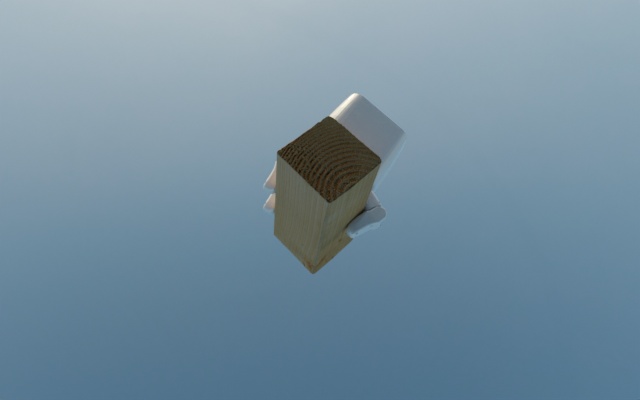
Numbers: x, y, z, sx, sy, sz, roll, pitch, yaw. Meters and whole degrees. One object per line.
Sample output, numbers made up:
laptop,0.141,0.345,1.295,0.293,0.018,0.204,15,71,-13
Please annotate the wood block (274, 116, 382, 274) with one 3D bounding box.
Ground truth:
wood block,0.001,0.002,0.629,0.090,0.091,0.206,-39,-20,-24
